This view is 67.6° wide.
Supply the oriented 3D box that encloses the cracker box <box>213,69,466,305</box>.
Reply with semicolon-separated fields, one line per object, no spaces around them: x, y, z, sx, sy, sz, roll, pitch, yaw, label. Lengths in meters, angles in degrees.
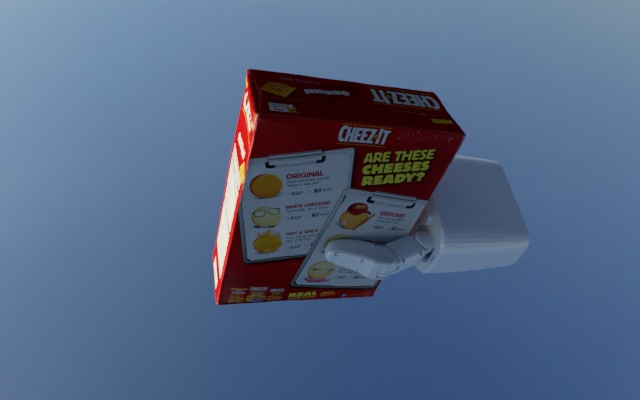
0.000;0.002;0.422;0.164;0.214;0.072;2;43;-21;cracker box
